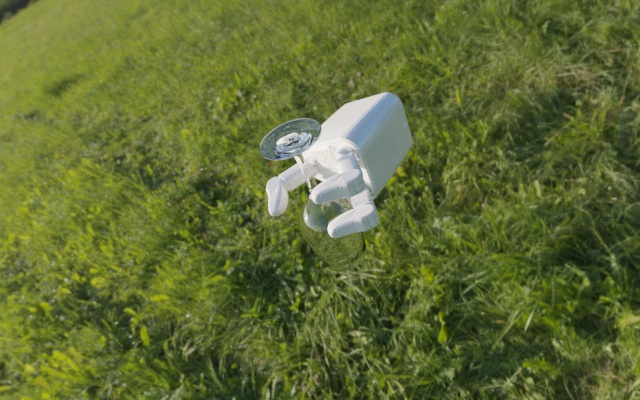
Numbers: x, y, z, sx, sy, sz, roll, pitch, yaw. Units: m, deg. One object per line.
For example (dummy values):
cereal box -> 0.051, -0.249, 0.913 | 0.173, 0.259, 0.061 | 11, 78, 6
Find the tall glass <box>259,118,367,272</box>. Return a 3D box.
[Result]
tall glass -> 0.000, 0.002, 0.588 | 0.079, 0.201, 0.079 | -15, 39, 12
